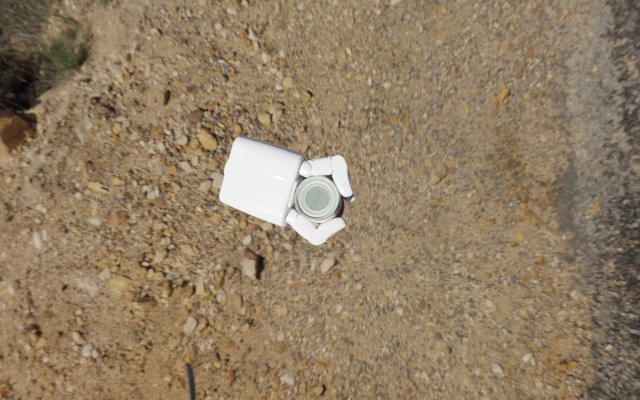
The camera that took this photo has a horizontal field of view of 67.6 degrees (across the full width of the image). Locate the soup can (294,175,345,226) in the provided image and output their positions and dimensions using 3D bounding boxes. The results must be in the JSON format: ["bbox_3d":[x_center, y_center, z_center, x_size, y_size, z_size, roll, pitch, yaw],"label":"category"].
[{"bbox_3d":[0.001,0.003,0.732,0.068,0.068,0.102,0,-7,6],"label":"soup can"}]
